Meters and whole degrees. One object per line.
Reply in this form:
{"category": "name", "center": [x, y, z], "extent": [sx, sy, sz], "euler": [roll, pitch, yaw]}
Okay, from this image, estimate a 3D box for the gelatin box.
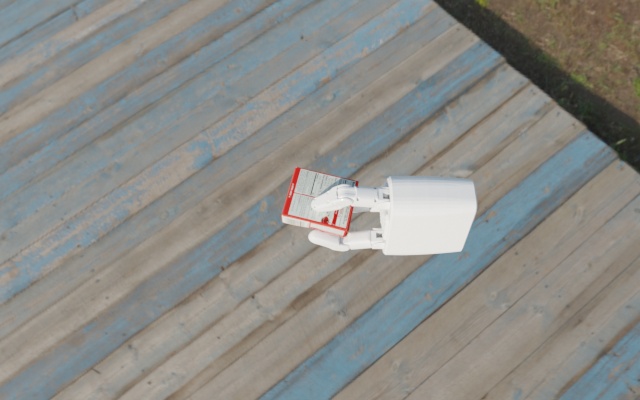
{"category": "gelatin box", "center": [0.000, 0.002, 0.630], "extent": [0.089, 0.073, 0.030], "euler": [13, -23, 2]}
